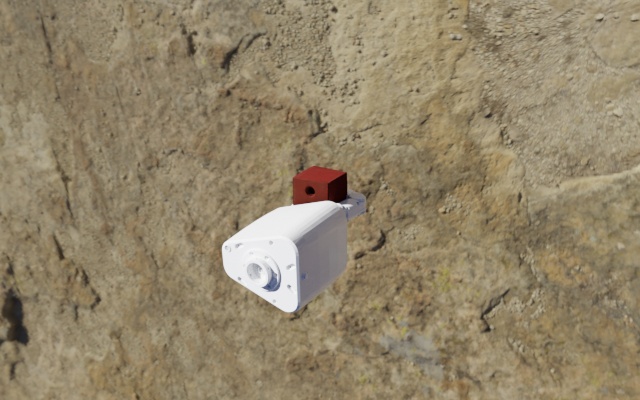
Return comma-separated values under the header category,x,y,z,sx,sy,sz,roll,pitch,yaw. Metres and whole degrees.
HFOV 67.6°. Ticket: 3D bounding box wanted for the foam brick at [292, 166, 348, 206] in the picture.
category,x,y,z,sx,sy,sz,roll,pitch,yaw
foam brick,0.000,0.002,0.612,0.053,0.078,0.051,11,24,29
